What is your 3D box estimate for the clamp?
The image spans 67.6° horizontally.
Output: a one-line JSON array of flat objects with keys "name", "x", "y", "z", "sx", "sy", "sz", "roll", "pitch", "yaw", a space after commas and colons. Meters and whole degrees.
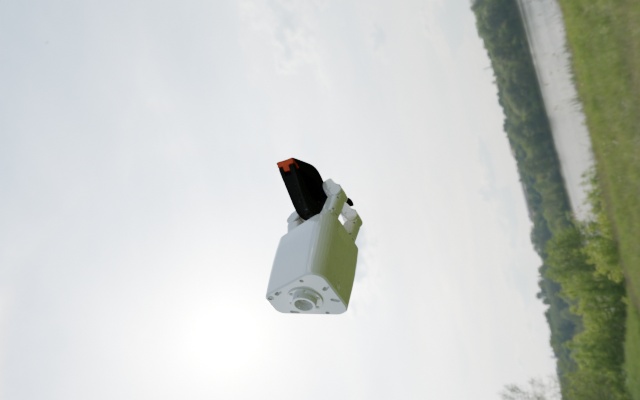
[{"name": "clamp", "x": -0.001, "y": 0.002, "z": 0.751, "sx": 0.036, "sy": 0.210, "sz": 0.164, "roll": -17, "pitch": 37, "yaw": 24}]
